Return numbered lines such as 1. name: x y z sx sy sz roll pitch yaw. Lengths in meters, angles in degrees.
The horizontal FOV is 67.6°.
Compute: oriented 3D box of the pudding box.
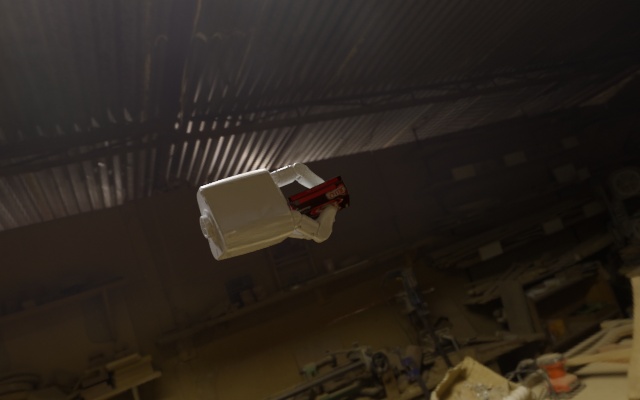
1. pudding box: 0.000 0.002 0.766 0.090 0.039 0.113 -22 -9 0
